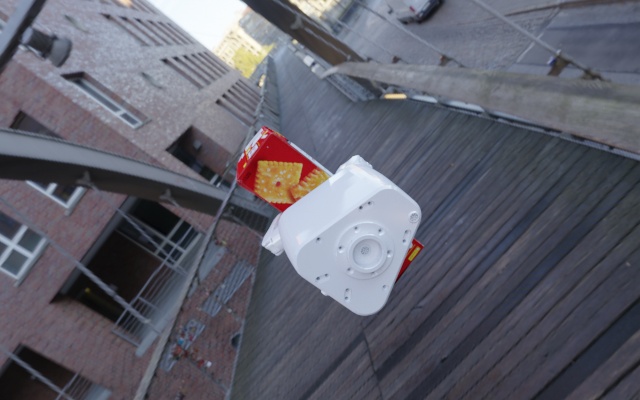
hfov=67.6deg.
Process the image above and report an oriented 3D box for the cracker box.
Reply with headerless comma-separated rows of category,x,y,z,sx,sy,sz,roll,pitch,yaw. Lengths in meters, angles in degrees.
cracker box,0.000,0.002,0.583,0.214,0.072,0.164,37,3,-15
